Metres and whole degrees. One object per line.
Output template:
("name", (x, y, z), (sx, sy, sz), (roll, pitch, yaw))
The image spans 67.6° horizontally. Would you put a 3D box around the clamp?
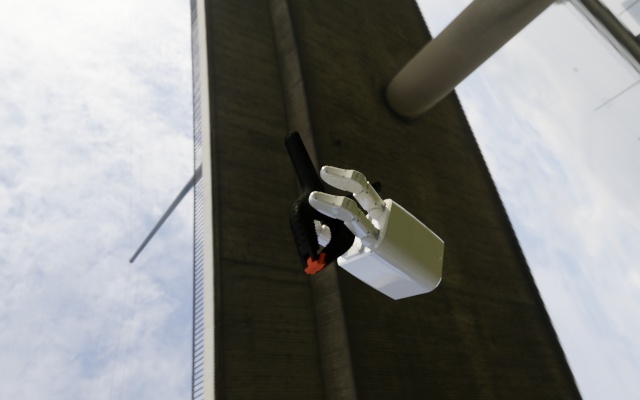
("clamp", (0.000, 0.003, 0.635), (0.164, 0.209, 0.036), (33, -48, -12))
